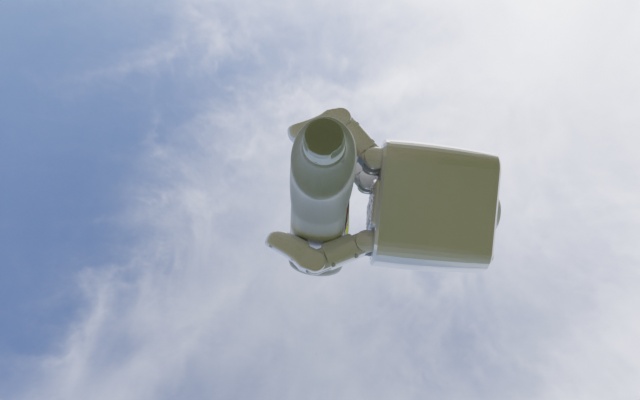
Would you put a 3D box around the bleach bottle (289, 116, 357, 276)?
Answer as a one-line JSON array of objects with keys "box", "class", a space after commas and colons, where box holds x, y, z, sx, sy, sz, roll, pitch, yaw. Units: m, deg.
[{"box": [0.000, 0.001, 0.449, 0.068, 0.102, 0.251, 7, -18, 1], "class": "bleach bottle"}]
